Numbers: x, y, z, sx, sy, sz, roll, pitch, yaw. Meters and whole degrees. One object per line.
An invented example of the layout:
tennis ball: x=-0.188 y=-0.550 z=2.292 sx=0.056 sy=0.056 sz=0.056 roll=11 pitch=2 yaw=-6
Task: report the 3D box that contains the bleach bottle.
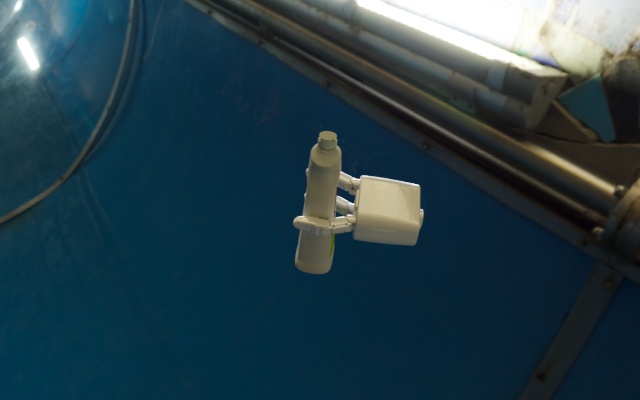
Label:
bleach bottle: x=0.000 y=0.003 z=0.820 sx=0.068 sy=0.251 sz=0.102 roll=8 pitch=37 yaw=3
